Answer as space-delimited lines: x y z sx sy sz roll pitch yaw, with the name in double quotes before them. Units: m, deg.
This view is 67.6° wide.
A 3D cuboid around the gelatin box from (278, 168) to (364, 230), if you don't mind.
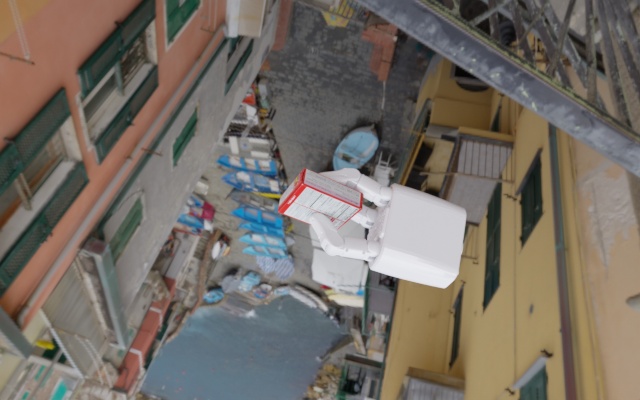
"gelatin box" 0.000 0.002 0.622 0.089 0.030 0.073 22 -39 -19
